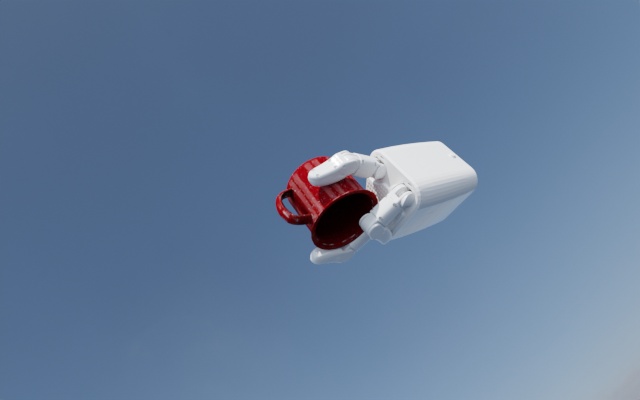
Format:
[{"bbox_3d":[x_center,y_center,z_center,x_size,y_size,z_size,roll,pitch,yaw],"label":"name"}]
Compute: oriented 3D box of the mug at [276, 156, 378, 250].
[{"bbox_3d":[-0.001,0.002,0.581,0.117,0.093,0.081,-13,45,-30],"label":"mug"}]
